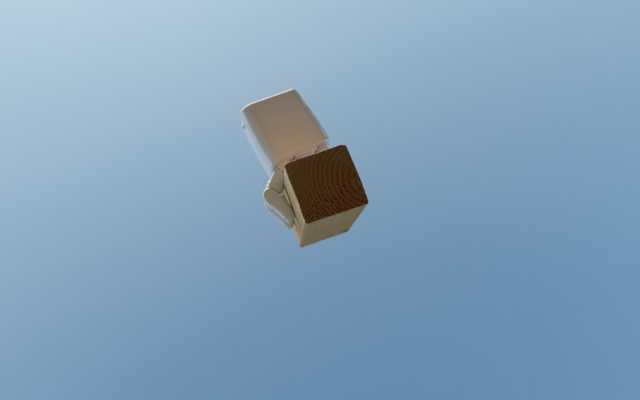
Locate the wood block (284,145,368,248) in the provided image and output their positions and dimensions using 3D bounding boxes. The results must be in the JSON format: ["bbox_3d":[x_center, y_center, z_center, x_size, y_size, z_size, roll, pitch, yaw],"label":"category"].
[{"bbox_3d":[0.000,0.002,0.724,0.091,0.090,0.206,-19,-12,-9],"label":"wood block"}]
